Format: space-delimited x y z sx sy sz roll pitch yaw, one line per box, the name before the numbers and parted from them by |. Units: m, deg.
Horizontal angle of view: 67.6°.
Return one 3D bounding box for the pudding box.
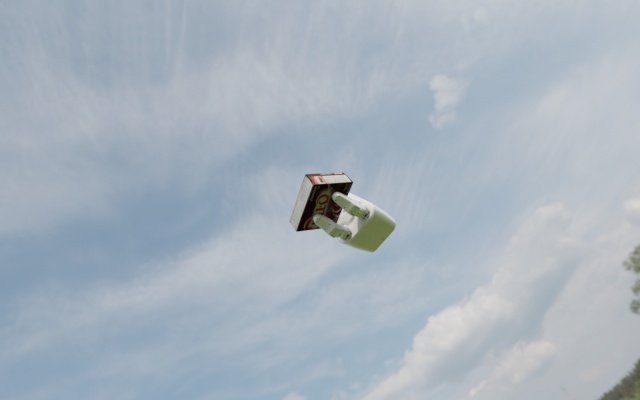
pudding box | 0.000 0.003 0.891 0.090 0.113 0.039 -6 39 -35
